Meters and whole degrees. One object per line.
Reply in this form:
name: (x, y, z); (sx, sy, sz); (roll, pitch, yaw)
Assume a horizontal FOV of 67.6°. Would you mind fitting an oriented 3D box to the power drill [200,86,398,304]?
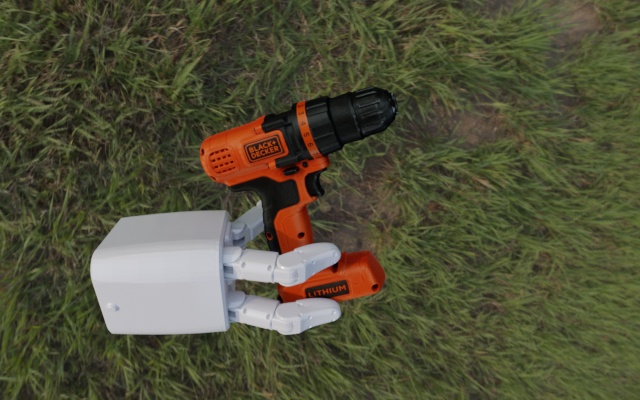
power drill: (0.000, 0.002, 0.448); (0.184, 0.188, 0.057); (-15, 15, 15)
